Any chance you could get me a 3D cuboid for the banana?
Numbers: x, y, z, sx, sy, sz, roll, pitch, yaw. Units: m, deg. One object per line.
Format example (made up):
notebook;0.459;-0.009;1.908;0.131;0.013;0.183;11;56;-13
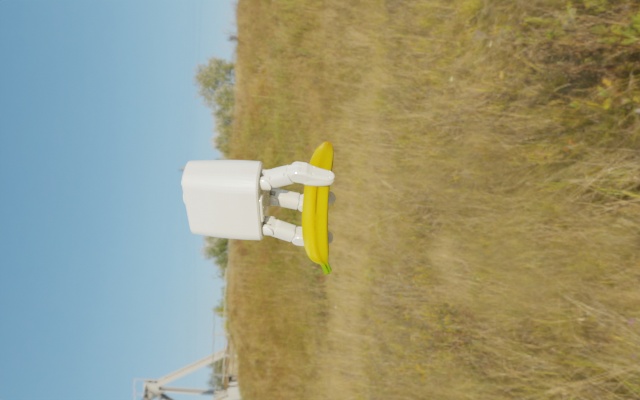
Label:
banana;-0.003;0.001;0.673;0.037;0.197;0.070;0;-14;10
